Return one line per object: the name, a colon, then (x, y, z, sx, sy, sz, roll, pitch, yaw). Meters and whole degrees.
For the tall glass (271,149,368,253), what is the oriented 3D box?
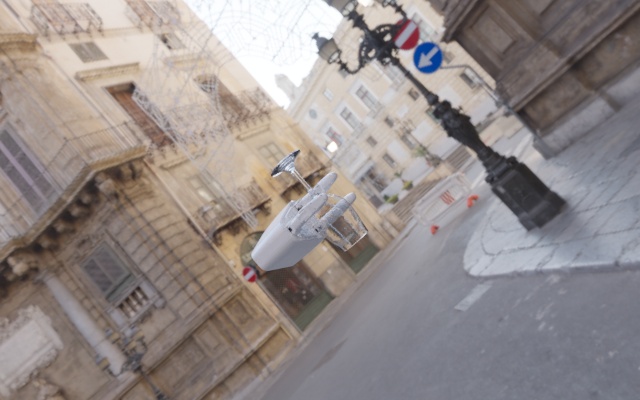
tall glass: (0.000, 0.002, 0.890, 0.079, 0.201, 0.079, -42, -6, -5)
